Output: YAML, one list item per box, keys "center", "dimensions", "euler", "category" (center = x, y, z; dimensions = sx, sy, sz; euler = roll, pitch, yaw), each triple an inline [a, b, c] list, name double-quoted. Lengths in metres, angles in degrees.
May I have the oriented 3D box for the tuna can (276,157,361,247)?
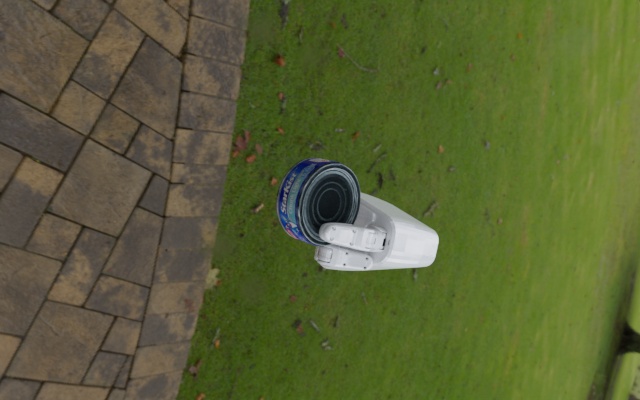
- center: [0.000, 0.002, 0.474]
  dimensions: [0.086, 0.086, 0.033]
  euler: [0, 11, -42]
  category: "tuna can"
